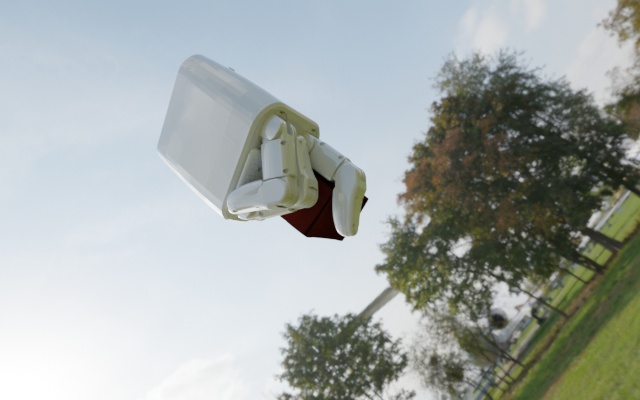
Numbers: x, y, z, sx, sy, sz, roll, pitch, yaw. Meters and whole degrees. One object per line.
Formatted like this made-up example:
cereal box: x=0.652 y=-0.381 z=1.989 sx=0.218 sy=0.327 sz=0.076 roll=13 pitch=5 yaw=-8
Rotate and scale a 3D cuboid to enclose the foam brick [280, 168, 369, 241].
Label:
foam brick: x=0.000 y=0.002 z=0.448 sx=0.051 sy=0.053 sz=0.078 roll=37 pitch=9 yaw=26
